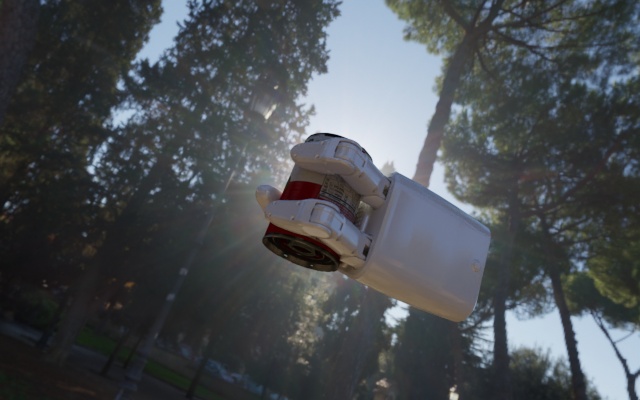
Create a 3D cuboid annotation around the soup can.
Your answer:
[{"bbox_3d":[0.000,0.001,0.412,0.068,0.102,0.068,18,-22,8],"label":"soup can"}]
